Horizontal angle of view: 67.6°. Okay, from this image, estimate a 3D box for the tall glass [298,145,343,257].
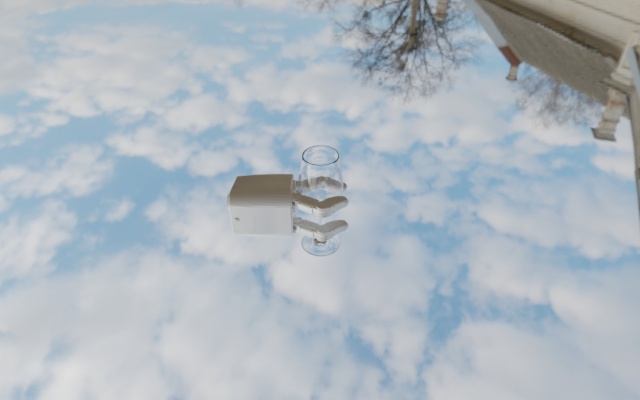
[{"bbox_3d":[0.000,0.003,0.848,0.079,0.201,0.079,0,39,0],"label":"tall glass"}]
